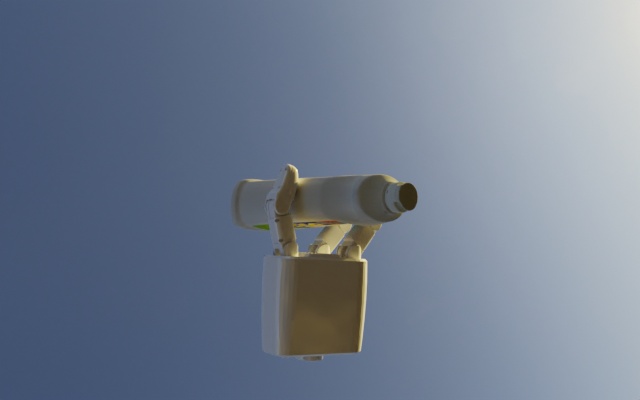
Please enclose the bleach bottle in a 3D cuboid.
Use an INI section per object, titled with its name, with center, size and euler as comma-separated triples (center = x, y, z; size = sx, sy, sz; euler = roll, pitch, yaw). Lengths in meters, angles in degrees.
[bleach bottle]
center = 0.000, 0.002, 0.558
size = 0.102, 0.068, 0.251
euler = 8, -8, -39
